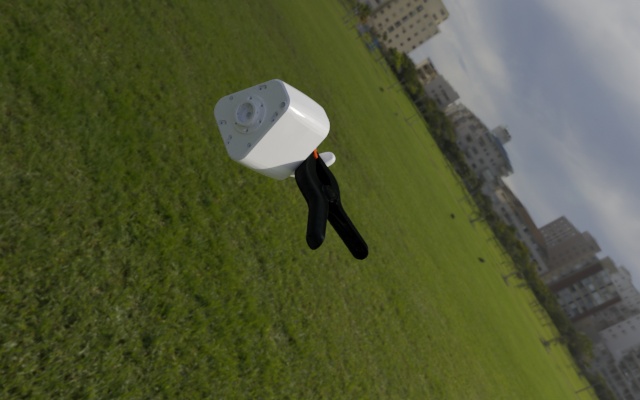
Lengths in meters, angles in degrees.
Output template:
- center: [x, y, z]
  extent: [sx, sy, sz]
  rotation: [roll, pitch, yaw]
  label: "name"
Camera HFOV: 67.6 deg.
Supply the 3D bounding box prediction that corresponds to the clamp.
- center: [0.001, 0.002, 0.642]
  extent: [0.039, 0.171, 0.120]
  rotation: [-34, -22, 20]
  label: "clamp"
